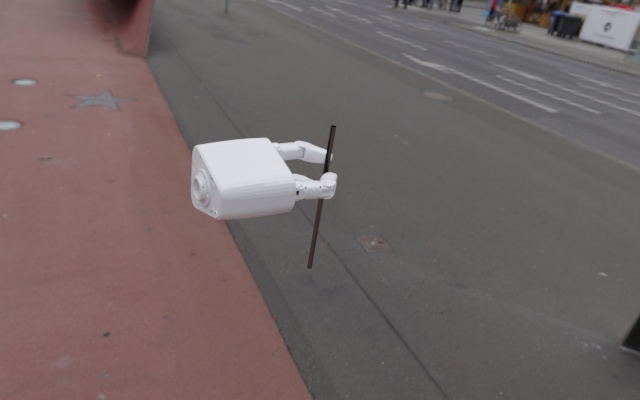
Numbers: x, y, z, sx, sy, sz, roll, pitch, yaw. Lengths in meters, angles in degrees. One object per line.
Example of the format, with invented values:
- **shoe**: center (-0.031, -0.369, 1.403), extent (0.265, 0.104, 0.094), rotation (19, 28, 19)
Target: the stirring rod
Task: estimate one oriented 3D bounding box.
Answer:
- **stirring rod**: center (0.000, 0.002, 0.723), extent (0.011, 0.240, 0.011), rotation (8, 26, -4)
